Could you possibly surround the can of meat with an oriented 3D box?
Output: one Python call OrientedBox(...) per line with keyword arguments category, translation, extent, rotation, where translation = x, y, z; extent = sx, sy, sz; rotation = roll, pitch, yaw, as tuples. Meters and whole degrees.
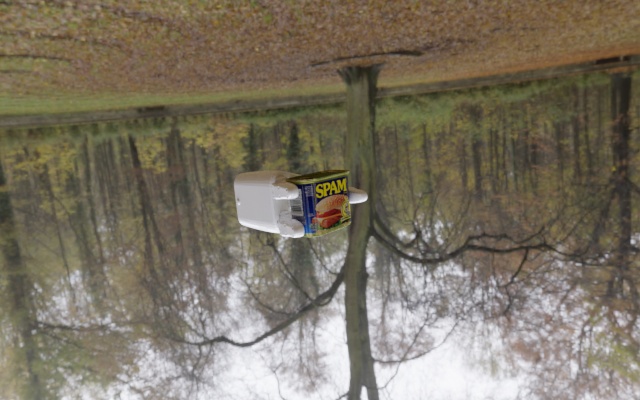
OrientedBox(category="can of meat", translation=(0.000, 0.003, 0.712), extent=(0.057, 0.084, 0.102), rotation=(3, 13, 42))
